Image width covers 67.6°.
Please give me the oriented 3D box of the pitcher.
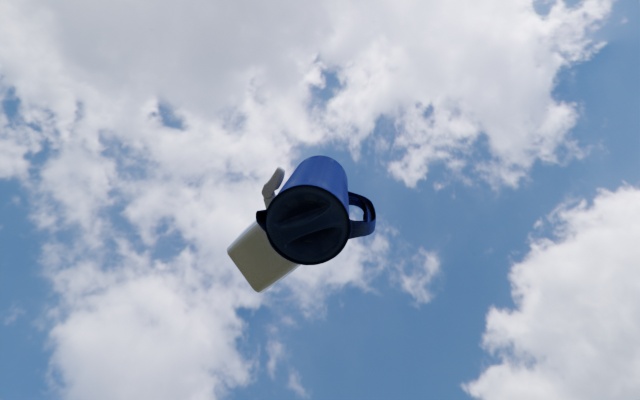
[{"bbox_3d":[0.000,0.003,0.830,0.145,0.149,0.242,-39,12,17],"label":"pitcher"}]
